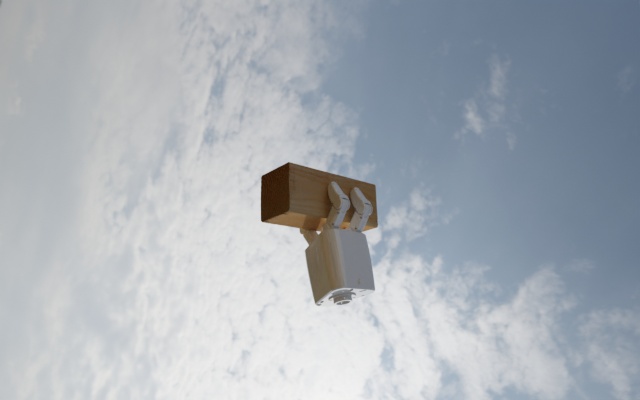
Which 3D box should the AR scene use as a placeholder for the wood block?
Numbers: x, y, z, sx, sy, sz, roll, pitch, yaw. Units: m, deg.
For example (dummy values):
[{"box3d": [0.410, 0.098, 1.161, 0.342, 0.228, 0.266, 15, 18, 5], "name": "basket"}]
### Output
[{"box3d": [0.000, 0.003, 0.883, 0.206, 0.090, 0.091, 12, -22, -38], "name": "wood block"}]
